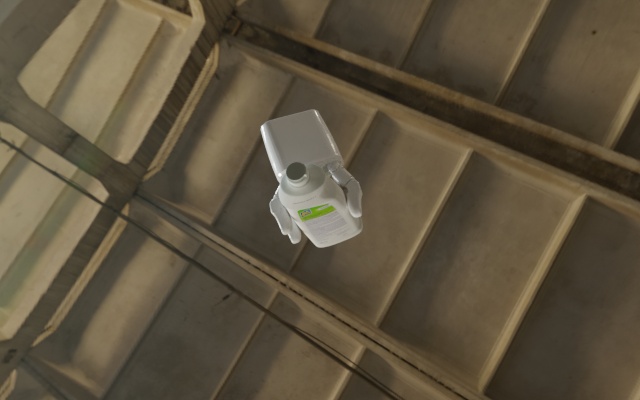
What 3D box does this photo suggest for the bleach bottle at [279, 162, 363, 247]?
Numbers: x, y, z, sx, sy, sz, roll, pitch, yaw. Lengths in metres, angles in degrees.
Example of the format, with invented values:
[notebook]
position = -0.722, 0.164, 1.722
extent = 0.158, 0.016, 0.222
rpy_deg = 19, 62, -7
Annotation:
[bleach bottle]
position = 0.000, 0.003, 0.758
extent = 0.102, 0.068, 0.251
rpy_deg = -23, -25, 3
